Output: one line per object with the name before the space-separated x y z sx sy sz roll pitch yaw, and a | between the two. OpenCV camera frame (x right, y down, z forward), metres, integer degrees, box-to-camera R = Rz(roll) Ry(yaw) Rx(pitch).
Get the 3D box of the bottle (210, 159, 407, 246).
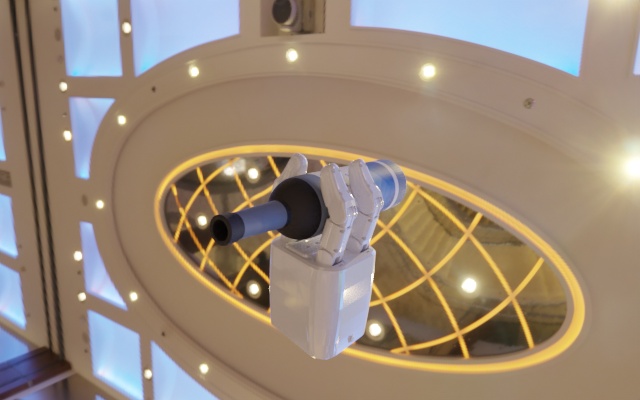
bottle | 0.000 0.002 0.522 0.069 0.069 0.295 0 9 36
